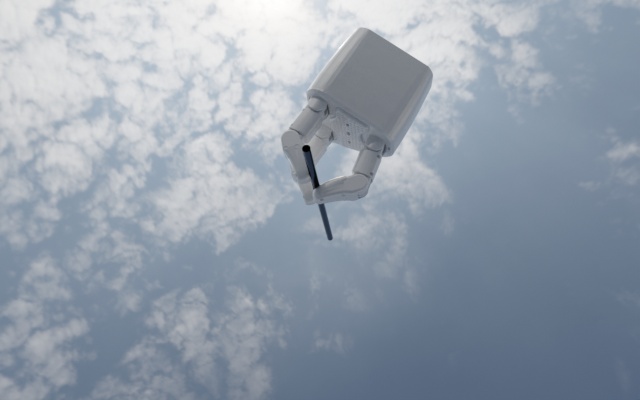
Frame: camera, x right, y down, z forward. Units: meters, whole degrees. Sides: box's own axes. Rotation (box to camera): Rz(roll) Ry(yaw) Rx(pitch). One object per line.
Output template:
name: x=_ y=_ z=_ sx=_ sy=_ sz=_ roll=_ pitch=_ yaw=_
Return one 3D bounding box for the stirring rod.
stirring rod: x=0.000 y=0.002 z=0.546 sx=0.011 sy=0.011 sz=0.240 roll=0 pitch=-24 yaw=7
